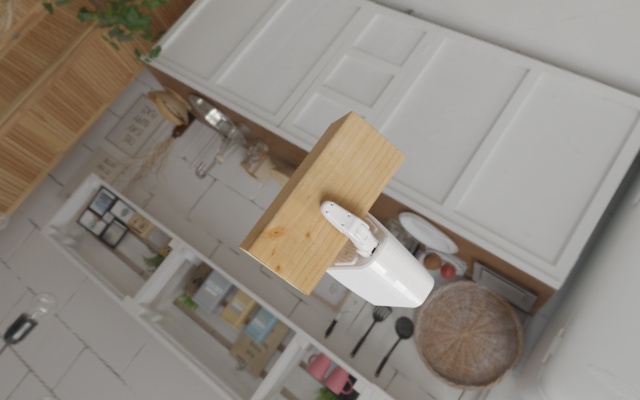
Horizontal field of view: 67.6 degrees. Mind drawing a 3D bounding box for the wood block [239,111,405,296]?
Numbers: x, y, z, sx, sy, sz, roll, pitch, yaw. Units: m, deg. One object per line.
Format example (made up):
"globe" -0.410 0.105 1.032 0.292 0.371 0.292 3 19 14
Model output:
"wood block" 0.000 0.002 0.595 0.090 0.206 0.091 38 -11 -13
